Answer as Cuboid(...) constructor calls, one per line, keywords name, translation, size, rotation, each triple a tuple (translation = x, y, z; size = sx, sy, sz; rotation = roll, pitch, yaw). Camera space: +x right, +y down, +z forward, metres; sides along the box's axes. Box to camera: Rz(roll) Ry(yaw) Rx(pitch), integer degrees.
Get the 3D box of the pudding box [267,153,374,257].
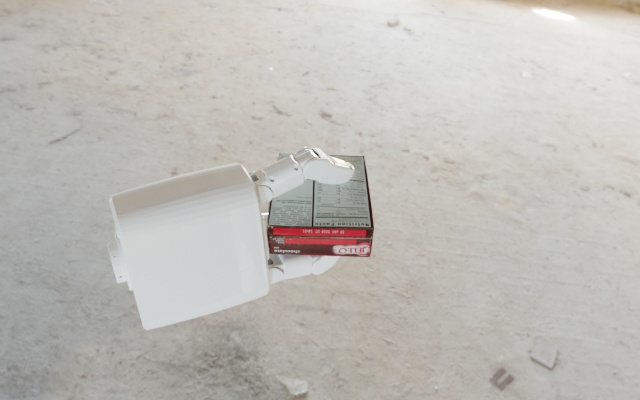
Cuboid(name="pudding box", translation=(0.000, 0.001, 0.438), size=(0.090, 0.039, 0.113), rotation=(3, 40, -1))
